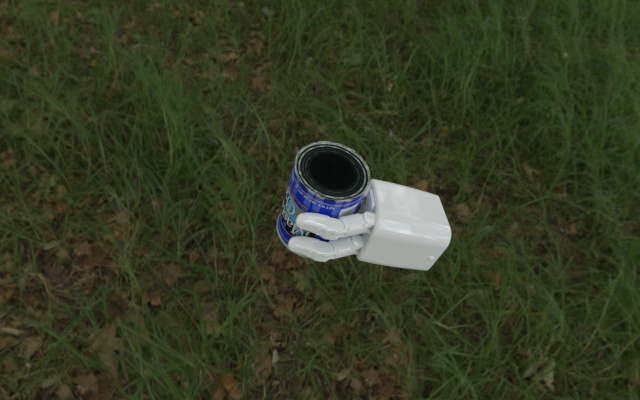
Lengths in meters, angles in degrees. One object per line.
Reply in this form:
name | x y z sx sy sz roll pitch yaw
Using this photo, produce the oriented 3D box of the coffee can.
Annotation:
coffee can | 0.000 0.002 0.671 0.103 0.102 0.140 0 -37 -17
